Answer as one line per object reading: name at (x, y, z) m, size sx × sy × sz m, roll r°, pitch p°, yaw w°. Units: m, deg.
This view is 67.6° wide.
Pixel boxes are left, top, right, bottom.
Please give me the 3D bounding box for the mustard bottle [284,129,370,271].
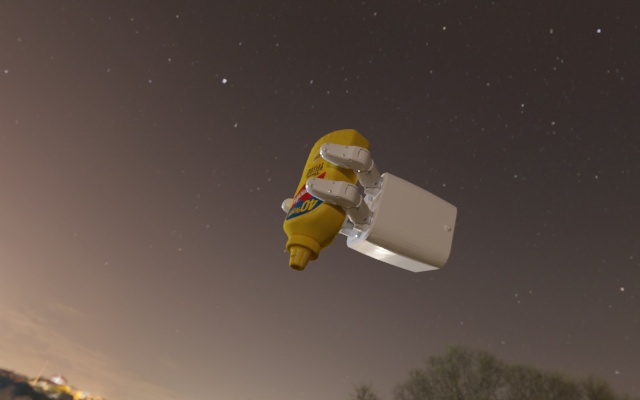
mustard bottle at (0.000, 0.002, 0.604) m, size 0.058 × 0.191 × 0.096 m, roll 38°, pitch -36°, yaw -27°
